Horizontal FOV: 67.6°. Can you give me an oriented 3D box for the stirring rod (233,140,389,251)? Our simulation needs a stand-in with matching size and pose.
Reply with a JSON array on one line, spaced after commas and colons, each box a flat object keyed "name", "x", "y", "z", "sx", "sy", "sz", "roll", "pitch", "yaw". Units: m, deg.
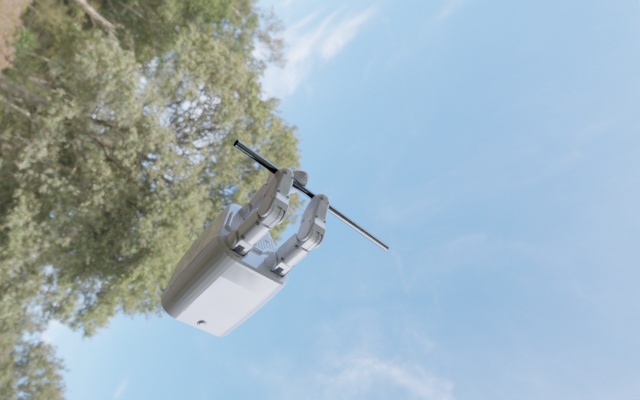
[{"name": "stirring rod", "x": 0.000, "y": 0.002, "z": 0.531, "sx": 0.240, "sy": 0.011, "sz": 0.011, "roll": 35, "pitch": -21, "yaw": -33}]
